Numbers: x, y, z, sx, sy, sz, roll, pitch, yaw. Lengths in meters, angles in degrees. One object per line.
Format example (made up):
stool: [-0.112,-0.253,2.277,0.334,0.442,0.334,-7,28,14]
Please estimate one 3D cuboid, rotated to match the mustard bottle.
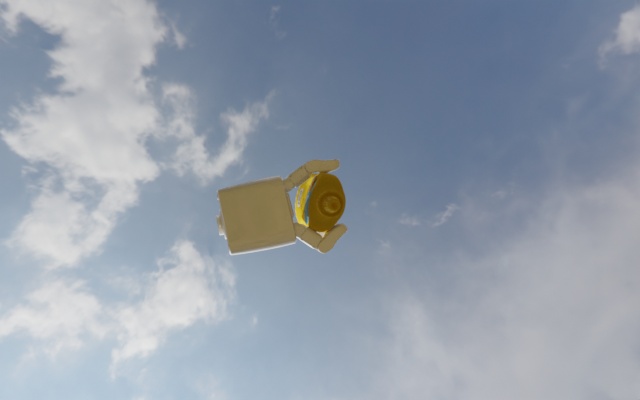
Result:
mustard bottle: [0.000,0.003,0.786,0.058,0.096,0.191,13,-1,-11]
